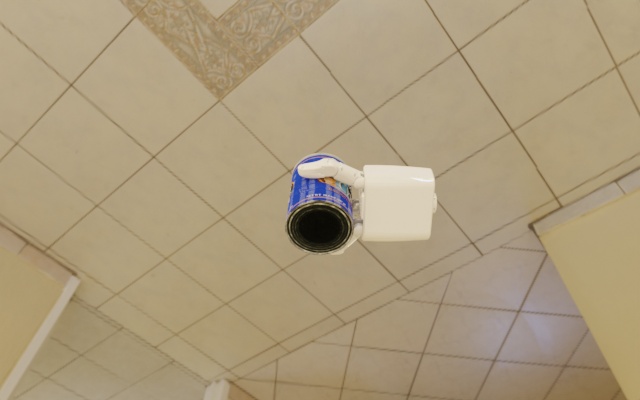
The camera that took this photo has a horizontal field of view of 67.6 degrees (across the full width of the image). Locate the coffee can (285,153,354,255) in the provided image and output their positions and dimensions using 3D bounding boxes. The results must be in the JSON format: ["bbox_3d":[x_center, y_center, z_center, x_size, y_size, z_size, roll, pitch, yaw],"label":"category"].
[{"bbox_3d":[0.000,0.002,0.761,0.103,0.103,0.140,0,35,2],"label":"coffee can"}]
